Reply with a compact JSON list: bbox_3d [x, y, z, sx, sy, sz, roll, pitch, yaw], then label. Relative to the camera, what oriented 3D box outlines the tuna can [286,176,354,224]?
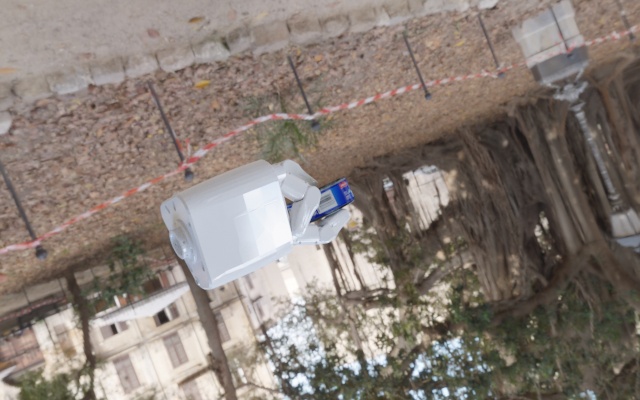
[{"bbox_3d":[0.000,0.003,0.620,0.086,0.034,0.086,-26,3,1],"label":"tuna can"}]
